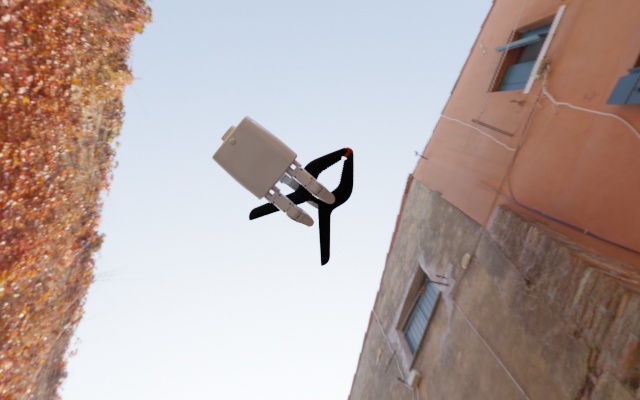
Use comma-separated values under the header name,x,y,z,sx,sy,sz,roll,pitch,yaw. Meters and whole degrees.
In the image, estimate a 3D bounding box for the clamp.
name,x,y,z,sx,sy,sz,roll,pitch,yaw
clamp,0.000,0.002,0.835,0.164,0.210,0.036,40,7,-10
